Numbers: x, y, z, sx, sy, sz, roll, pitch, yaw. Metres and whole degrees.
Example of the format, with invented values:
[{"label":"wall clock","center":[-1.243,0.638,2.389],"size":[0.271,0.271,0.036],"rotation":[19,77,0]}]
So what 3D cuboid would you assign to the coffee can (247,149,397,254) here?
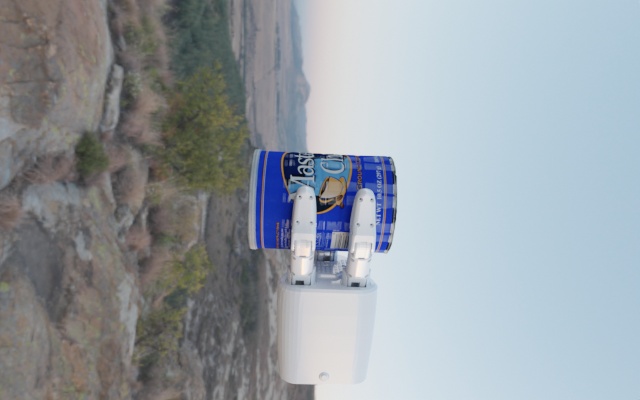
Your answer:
[{"label":"coffee can","center":[0.000,0.001,0.495],"size":[0.140,0.103,0.103],"rotation":[2,0,-3]}]
